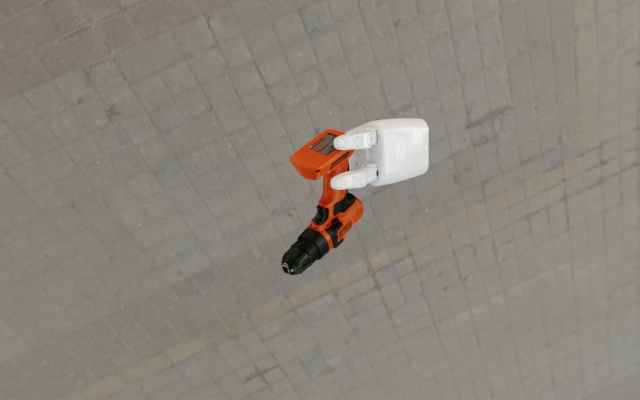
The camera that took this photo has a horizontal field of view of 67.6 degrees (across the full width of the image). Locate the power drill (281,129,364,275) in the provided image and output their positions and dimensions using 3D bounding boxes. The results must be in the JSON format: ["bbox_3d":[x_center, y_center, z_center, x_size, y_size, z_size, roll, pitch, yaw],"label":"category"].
[{"bbox_3d":[0.000,0.002,0.716,0.057,0.188,0.184,24,48,28],"label":"power drill"}]
